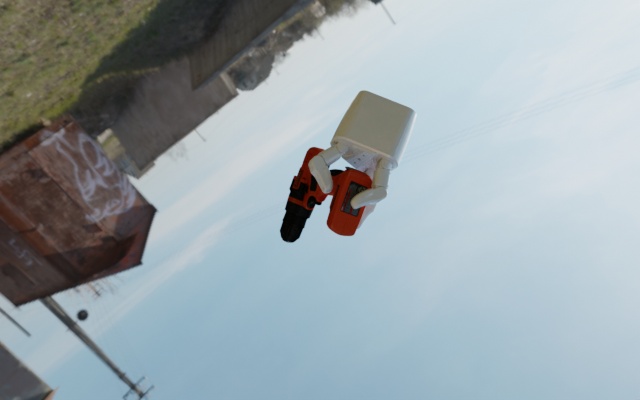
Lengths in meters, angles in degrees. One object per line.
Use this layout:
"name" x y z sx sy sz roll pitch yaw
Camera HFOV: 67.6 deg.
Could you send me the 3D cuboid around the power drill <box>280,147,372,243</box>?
"power drill" 0.000 0.003 0.821 0.057 0.184 0.187 18 2 -32
